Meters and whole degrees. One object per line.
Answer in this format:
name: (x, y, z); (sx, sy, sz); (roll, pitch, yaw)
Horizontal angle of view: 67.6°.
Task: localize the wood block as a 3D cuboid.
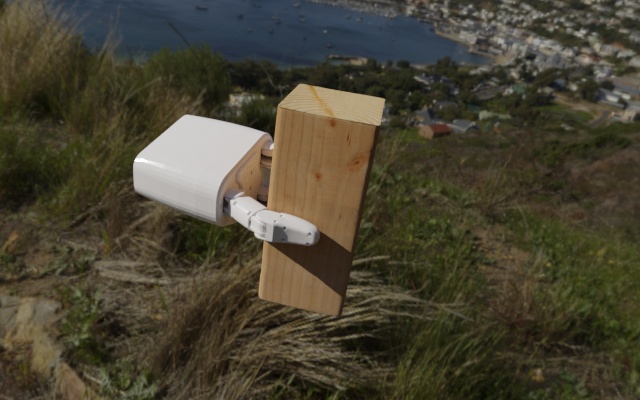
wood block: (0.000, 0.002, 0.480); (0.090, 0.206, 0.090); (12, 28, 6)
